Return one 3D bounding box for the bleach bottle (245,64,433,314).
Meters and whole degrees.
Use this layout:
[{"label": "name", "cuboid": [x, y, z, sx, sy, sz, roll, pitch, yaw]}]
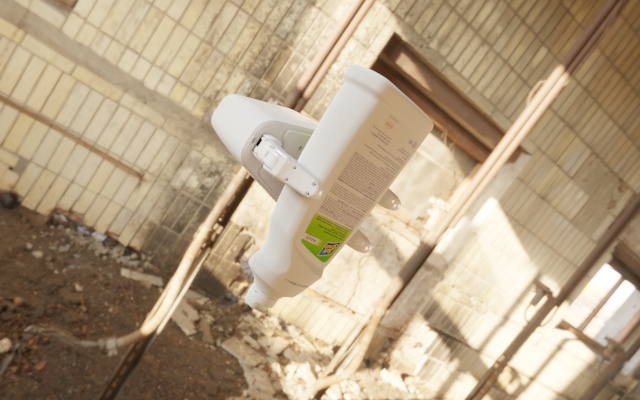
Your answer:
[{"label": "bleach bottle", "cuboid": [0.000, 0.002, 0.467, 0.102, 0.251, 0.068, 29, 9, -40]}]
